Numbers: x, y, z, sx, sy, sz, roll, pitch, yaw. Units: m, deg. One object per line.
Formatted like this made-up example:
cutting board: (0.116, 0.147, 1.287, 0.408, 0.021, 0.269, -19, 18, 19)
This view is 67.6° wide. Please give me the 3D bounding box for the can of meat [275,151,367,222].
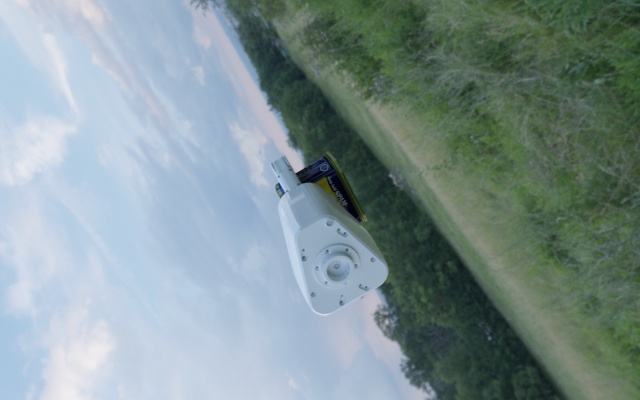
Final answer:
can of meat: (0.000, 0.002, 0.620, 0.084, 0.102, 0.057, -30, 25, -1)
